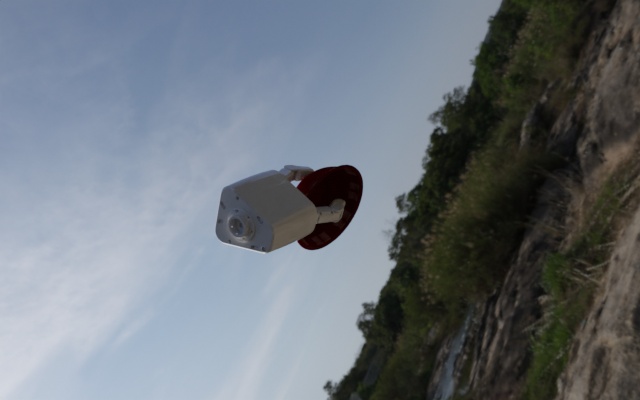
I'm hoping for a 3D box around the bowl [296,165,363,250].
[{"bbox_3d":[0.001,0.003,0.817,0.055,0.162,0.162,33,20,34],"label":"bowl"}]
